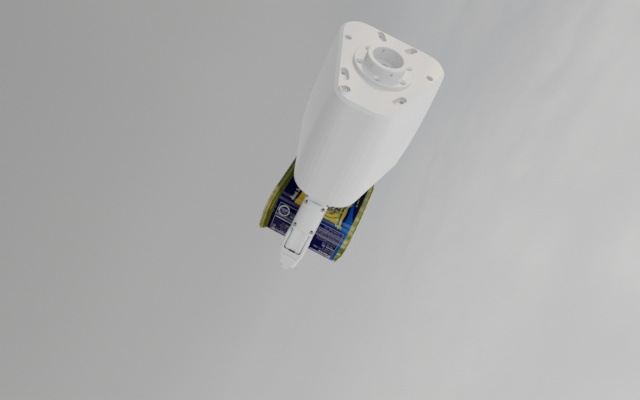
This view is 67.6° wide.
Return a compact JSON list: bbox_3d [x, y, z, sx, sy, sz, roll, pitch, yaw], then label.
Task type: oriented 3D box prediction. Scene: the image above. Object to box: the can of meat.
[{"bbox_3d":[0.000,0.002,0.476,0.084,0.102,0.057,27,-43,2],"label":"can of meat"}]
